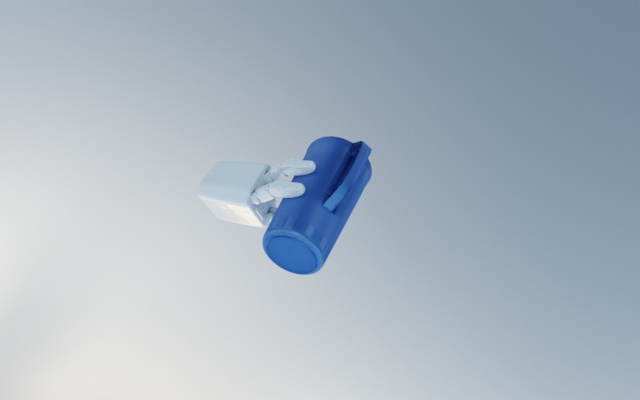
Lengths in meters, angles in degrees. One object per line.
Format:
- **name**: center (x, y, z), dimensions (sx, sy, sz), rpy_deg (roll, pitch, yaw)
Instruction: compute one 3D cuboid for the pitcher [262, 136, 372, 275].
- **pitcher**: center (0.000, 0.003, 0.829), dimensions (0.145, 0.149, 0.242), rpy_deg (9, 46, 20)
